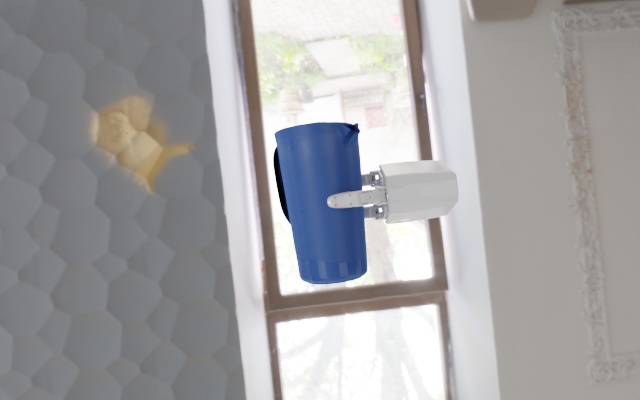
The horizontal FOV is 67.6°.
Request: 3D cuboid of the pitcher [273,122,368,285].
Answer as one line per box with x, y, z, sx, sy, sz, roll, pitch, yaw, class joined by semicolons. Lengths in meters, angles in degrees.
0.000;0.002;0.753;0.145;0.243;0.149;-7;0;-1;pitcher
